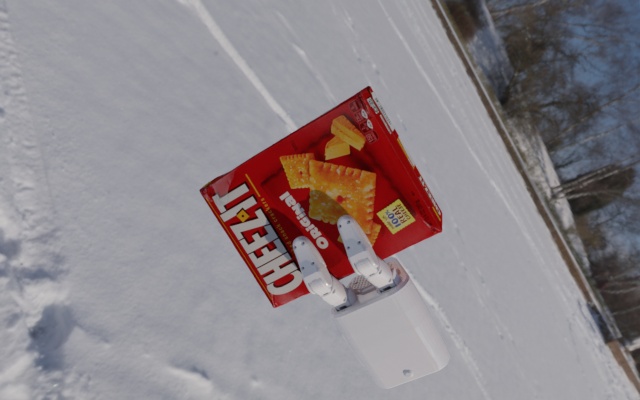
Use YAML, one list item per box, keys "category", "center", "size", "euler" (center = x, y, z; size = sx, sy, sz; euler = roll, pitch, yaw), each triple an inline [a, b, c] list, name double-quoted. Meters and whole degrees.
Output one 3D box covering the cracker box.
- category: "cracker box"
  center: [0.000, 0.002, 0.524]
  size: [0.214, 0.164, 0.072]
  euler: [-28, 8, 19]
